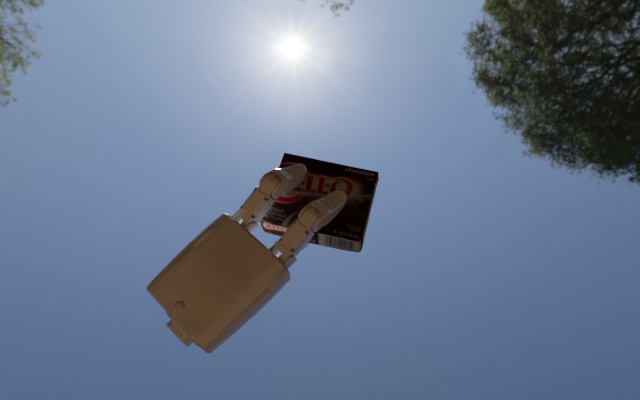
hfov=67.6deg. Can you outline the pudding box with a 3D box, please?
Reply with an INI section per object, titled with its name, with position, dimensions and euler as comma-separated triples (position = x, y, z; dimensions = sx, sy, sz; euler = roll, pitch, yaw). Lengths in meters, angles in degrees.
[pudding box]
position = 0.000, 0.002, 0.528
dimensions = 0.113, 0.090, 0.039
euler = 13, -28, 6
